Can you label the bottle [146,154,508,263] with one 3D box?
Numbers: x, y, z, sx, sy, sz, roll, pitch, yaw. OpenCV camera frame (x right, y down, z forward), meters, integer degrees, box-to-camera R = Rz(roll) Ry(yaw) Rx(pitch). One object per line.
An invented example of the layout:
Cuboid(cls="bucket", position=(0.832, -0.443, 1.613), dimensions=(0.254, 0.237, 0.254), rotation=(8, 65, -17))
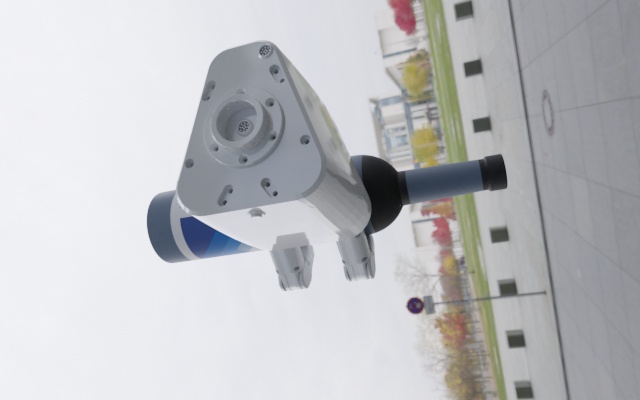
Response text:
Cuboid(cls="bottle", position=(0.000, 0.001, 0.402), dimensions=(0.296, 0.069, 0.069), rotation=(-10, -3, 15))
